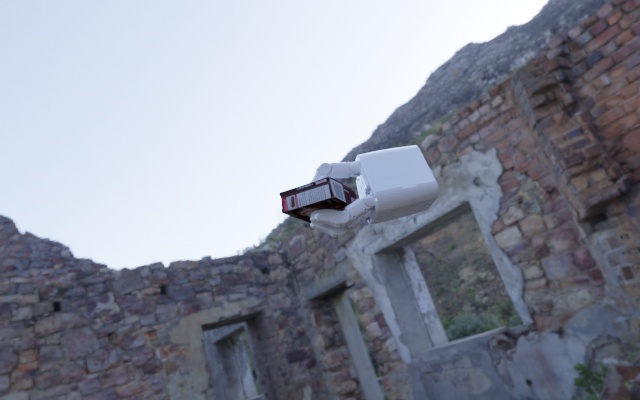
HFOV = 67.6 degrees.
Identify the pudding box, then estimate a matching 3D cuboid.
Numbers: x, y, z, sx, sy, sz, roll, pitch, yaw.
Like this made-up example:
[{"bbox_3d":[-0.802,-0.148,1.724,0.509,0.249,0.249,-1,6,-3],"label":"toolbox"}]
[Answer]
[{"bbox_3d":[0.000,0.002,0.761,0.090,0.039,0.113,-18,-20,20],"label":"pudding box"}]
